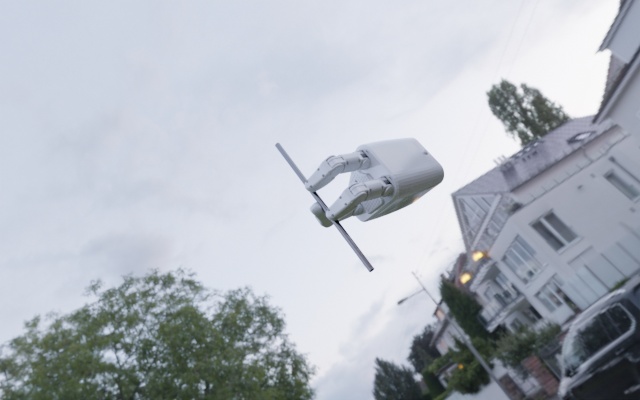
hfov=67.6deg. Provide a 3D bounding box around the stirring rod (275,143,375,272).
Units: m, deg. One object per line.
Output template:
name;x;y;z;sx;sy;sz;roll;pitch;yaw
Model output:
stirring rod;0.000;0.002;0.651;0.011;0.239;0.011;-28;-29;-17
